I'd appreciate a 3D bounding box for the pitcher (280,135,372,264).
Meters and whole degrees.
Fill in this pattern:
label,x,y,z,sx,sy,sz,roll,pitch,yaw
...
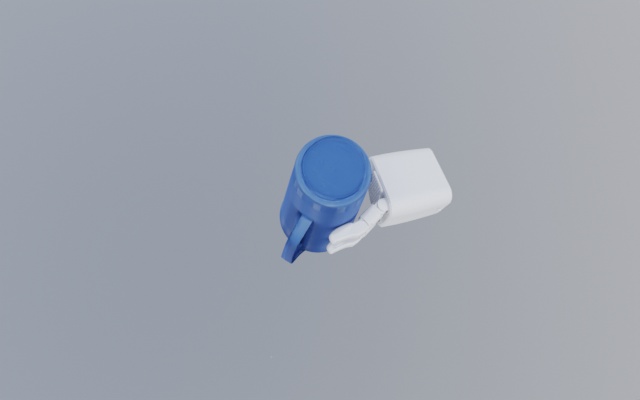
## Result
label,x,y,z,sx,sy,sz,roll,pitch,yaw
pitcher,0.000,0.002,0.755,0.145,0.149,0.243,-10,-17,-9
